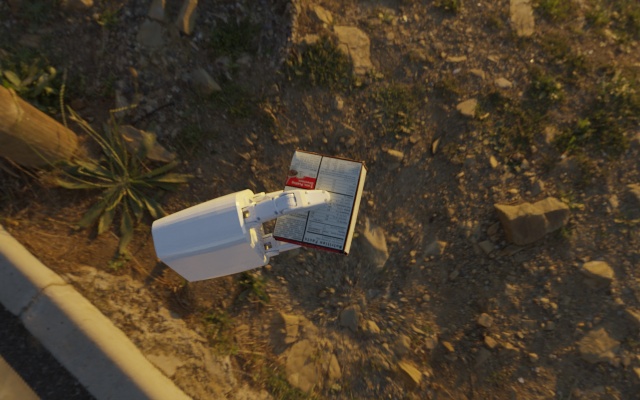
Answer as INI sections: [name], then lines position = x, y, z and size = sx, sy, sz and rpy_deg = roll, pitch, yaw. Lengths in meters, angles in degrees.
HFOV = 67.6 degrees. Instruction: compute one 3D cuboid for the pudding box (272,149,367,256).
[pudding box]
position = 0.000, 0.002, 0.570
size = 0.090, 0.113, 0.039
rpy_deg = 12, -8, 11
